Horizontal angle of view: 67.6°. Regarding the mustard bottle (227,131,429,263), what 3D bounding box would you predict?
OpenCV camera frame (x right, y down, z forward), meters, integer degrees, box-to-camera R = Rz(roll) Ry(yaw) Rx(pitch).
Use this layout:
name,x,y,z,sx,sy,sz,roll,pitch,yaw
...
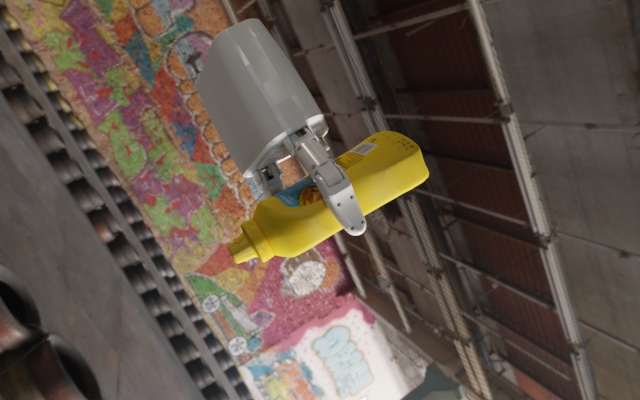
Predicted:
name,x,y,z,sx,sy,sz,roll,pitch,yaw
mustard bottle,0.000,0.002,0.450,0.191,0.058,0.096,-30,22,-13
